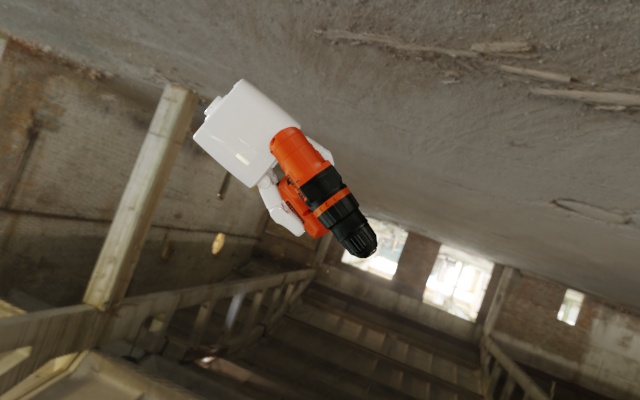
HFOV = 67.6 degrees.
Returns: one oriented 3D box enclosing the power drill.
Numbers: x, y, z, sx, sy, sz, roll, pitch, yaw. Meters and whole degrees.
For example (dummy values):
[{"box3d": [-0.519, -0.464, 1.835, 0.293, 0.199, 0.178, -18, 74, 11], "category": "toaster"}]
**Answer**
[{"box3d": [0.000, 0.002, 0.638, 0.057, 0.184, 0.188, -34, -5, -11], "category": "power drill"}]
